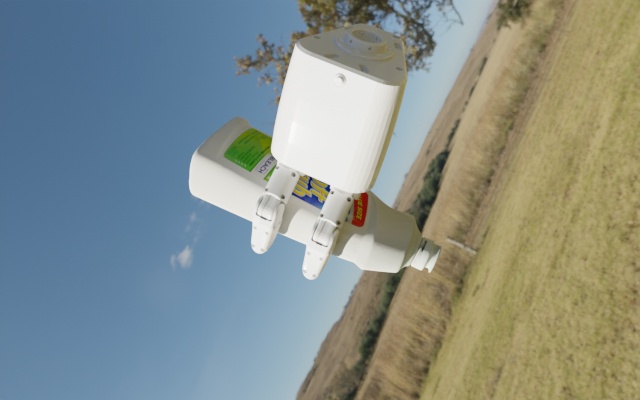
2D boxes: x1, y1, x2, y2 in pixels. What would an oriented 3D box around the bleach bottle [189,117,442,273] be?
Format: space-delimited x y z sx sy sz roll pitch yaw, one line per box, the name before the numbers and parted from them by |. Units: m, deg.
bleach bottle | 0.000 0.002 0.483 0.251 0.068 0.102 24 40 9
